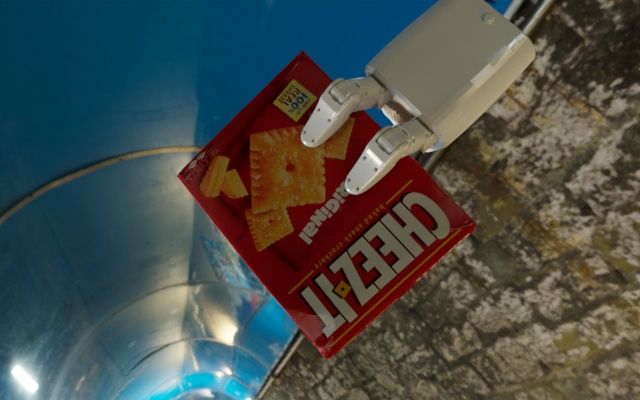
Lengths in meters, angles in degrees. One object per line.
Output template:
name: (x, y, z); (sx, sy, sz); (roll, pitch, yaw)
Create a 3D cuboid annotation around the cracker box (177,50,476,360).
cracker box: (0.000, 0.001, 0.424); (0.164, 0.213, 0.072); (-43, -16, 3)
